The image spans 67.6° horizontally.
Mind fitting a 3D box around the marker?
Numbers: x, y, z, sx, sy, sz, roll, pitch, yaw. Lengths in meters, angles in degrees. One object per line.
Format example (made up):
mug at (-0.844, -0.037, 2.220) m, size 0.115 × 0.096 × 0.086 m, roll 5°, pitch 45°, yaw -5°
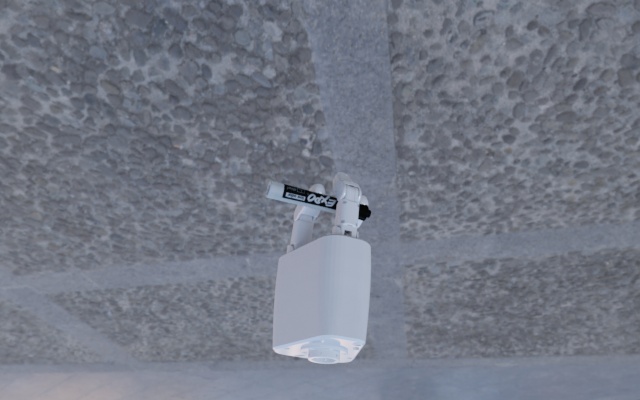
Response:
marker at (0.000, 0.002, 0.529) m, size 0.121 × 0.020 × 0.020 m, roll 14°, pitch -4°, yaw -17°
